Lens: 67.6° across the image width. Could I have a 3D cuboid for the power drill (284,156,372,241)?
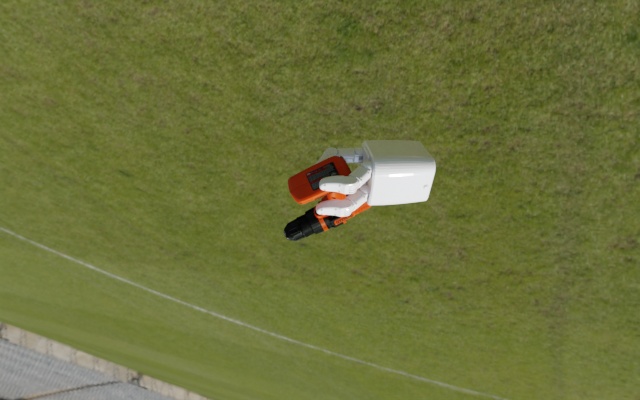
[{"bbox_3d":[0.000,0.003,0.866,0.184,0.057,0.188,-27,-23,0],"label":"power drill"}]
